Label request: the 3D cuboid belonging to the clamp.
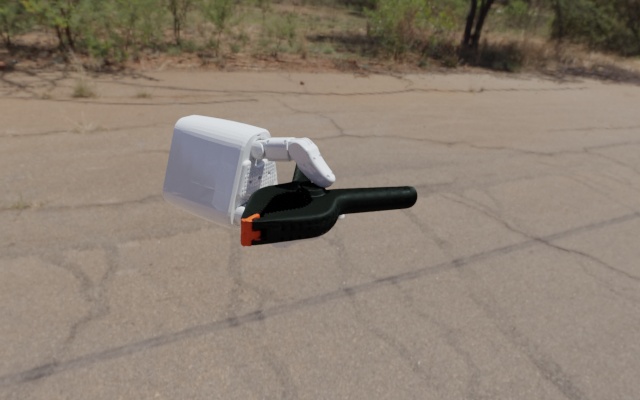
[{"bbox_3d":[0.000,0.001,0.507,0.164,0.036,0.210,16,26,24],"label":"clamp"}]
